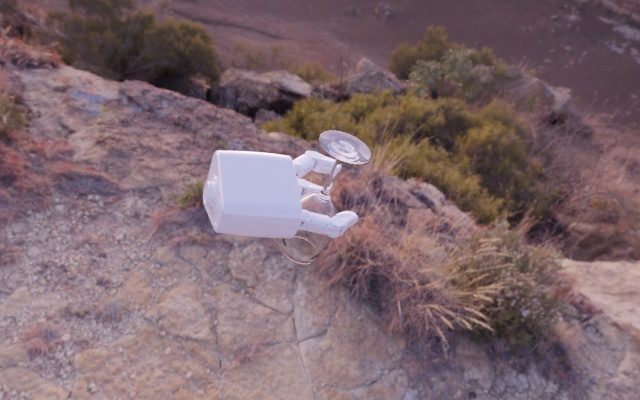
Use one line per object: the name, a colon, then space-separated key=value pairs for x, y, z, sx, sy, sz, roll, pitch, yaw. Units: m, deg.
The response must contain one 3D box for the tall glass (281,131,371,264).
tall glass: x=0.000 y=0.002 z=0.695 sx=0.079 sy=0.201 sz=0.079 roll=16 pitch=35 yaw=-11
